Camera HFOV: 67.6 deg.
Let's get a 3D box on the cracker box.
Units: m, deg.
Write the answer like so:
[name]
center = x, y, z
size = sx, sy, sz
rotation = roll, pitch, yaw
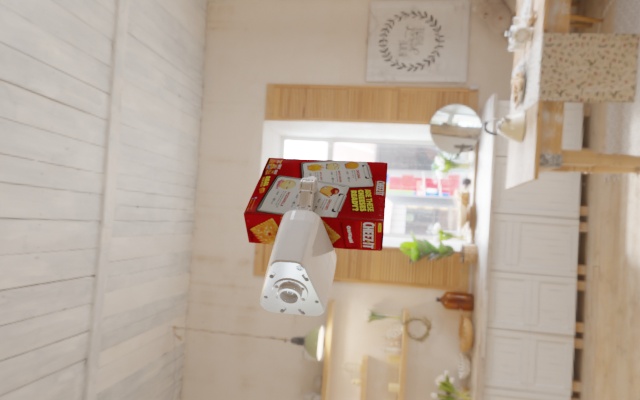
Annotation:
[cracker box]
center = 0.000, 0.002, 0.789
size = 0.213, 0.072, 0.164
rotation = 3, 37, 8
